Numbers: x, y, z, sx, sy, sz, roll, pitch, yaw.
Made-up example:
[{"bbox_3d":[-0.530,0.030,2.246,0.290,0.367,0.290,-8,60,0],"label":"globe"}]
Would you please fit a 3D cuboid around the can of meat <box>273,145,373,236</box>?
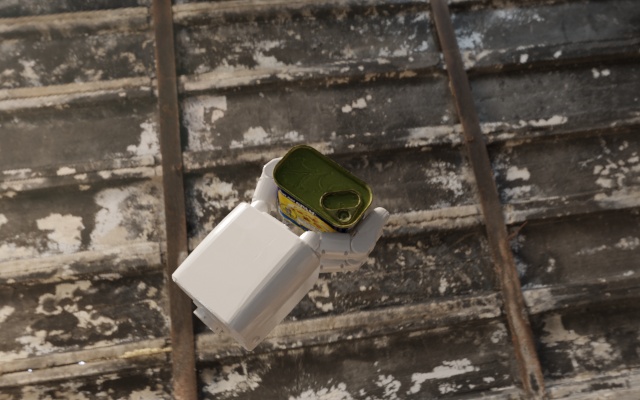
[{"bbox_3d":[0.000,0.002,0.512,0.102,0.057,0.084,35,-23,13],"label":"can of meat"}]
